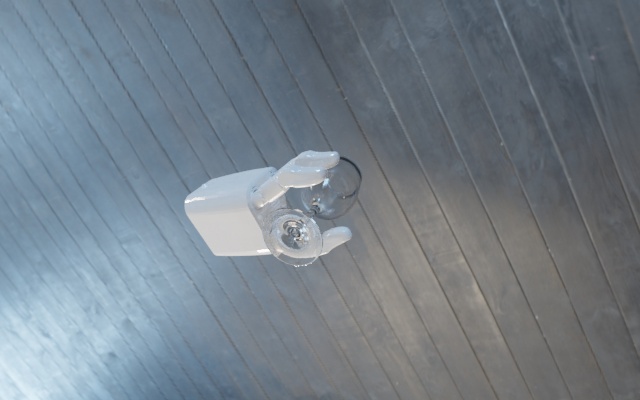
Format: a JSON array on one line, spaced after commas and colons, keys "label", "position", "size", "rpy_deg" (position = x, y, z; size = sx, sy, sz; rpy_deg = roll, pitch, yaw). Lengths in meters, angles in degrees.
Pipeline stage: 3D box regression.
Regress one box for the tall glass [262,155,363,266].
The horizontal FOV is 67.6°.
[{"label": "tall glass", "position": [0.000, 0.002, 0.622], "size": [0.079, 0.079, 0.201], "rpy_deg": [0, 24, 21]}]
